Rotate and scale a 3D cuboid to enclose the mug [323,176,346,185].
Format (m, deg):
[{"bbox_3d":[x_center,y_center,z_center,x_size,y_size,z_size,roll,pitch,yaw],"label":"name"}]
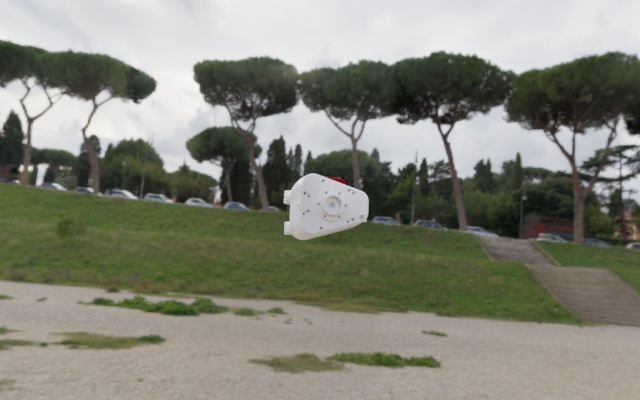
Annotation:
[{"bbox_3d":[0.000,0.003,0.872,0.093,0.081,0.117,5,-6,-11],"label":"mug"}]
